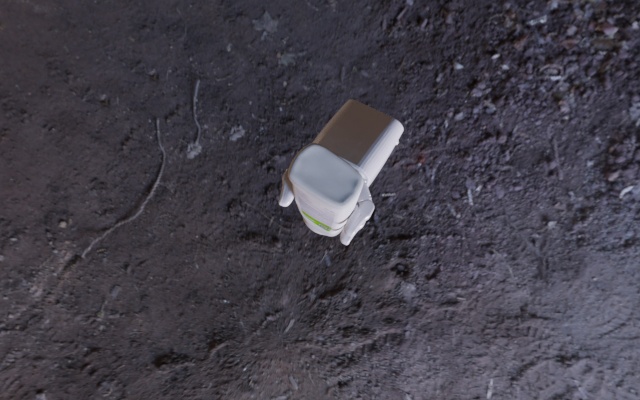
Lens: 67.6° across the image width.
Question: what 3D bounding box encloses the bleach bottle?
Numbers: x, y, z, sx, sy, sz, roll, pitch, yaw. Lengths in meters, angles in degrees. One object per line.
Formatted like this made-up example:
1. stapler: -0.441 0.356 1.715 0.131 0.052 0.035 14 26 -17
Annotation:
1. bleach bottle: 0.000 0.003 0.746 0.102 0.068 0.251 35 -16 6
